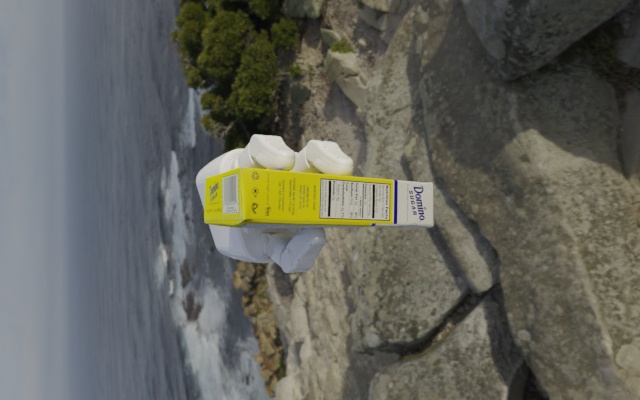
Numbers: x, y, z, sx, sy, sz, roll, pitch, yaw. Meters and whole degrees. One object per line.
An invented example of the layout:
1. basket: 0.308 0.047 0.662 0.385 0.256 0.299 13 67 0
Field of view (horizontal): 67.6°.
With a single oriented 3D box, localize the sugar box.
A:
1. sugar box: 0.000 0.001 0.407 0.176 0.048 0.093 0 -2 -29
